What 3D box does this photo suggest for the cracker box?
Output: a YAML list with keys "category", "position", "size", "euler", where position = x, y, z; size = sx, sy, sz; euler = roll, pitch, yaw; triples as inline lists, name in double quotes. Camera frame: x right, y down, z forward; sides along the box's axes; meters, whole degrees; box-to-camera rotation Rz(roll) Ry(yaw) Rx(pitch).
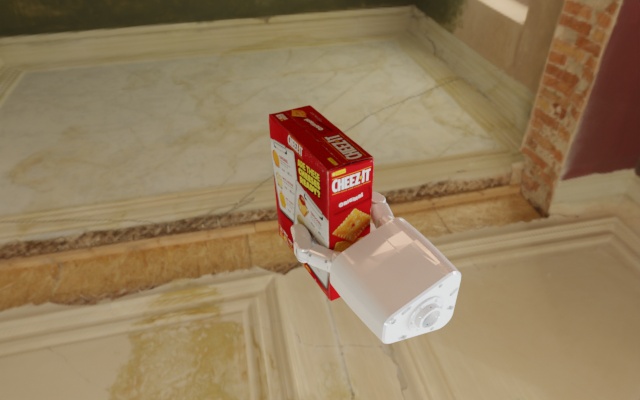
- category: "cracker box"
  position: [0.000, 0.002, 0.649]
  size: [0.072, 0.214, 0.164]
  euler: [-19, 41, -23]
